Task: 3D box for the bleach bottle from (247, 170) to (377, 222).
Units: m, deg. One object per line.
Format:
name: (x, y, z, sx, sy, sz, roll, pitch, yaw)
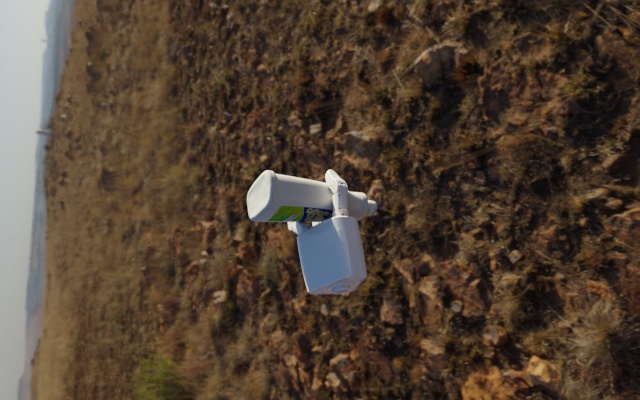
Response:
bleach bottle: (0.000, 0.003, 0.870, 0.251, 0.068, 0.103, 5, -28, -31)
